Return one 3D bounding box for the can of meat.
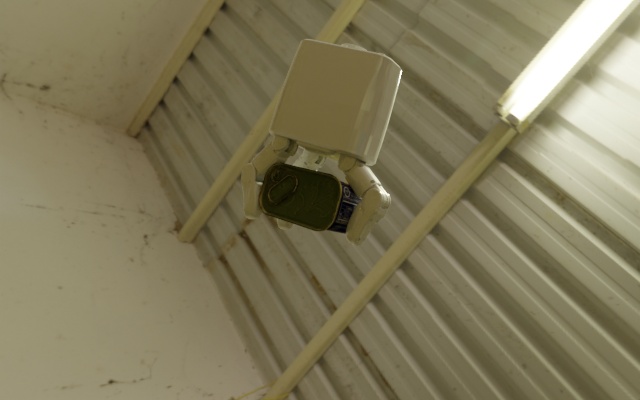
[{"bbox_3d":[0.000,0.002,0.512,0.102,0.057,0.084,15,-1,36],"label":"can of meat"}]
